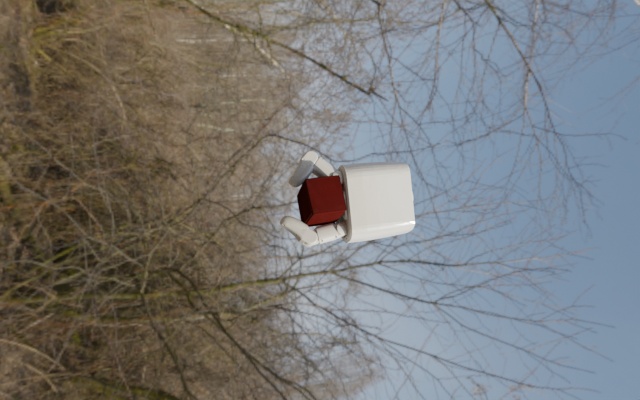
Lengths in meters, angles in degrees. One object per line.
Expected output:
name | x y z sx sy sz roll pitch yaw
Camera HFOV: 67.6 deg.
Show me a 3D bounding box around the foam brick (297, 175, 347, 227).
foam brick | 0.000 0.002 0.687 0.051 0.053 0.078 -7 -15 -14
